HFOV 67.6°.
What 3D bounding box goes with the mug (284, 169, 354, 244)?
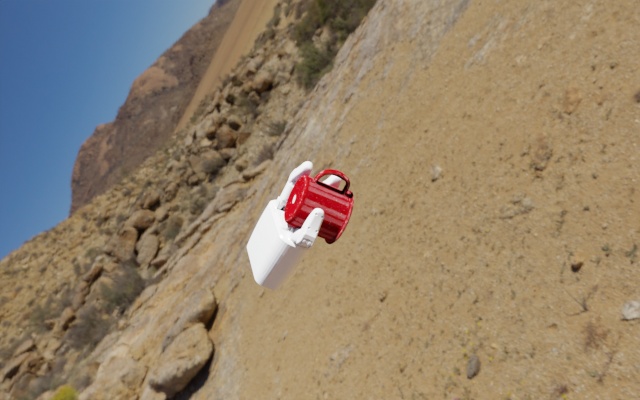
[{"bbox_3d":[0.001,0.001,0.745,0.081,0.117,0.093,23,28,-18],"label":"mug"}]
